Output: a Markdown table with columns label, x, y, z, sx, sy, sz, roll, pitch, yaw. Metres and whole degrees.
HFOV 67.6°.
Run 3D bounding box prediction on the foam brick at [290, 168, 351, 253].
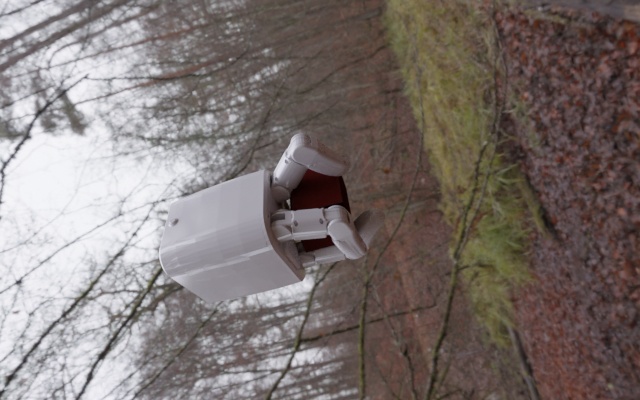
| label | x | y | z | sx | sy | sz | roll | pitch | yaw |
| --- | --- | --- | --- | --- | --- | --- | --- | --- | --- |
| foam brick | 0.000 | 0.001 | 0.474 | 0.051 | 0.053 | 0.078 | -15 | 40 | 7 |
